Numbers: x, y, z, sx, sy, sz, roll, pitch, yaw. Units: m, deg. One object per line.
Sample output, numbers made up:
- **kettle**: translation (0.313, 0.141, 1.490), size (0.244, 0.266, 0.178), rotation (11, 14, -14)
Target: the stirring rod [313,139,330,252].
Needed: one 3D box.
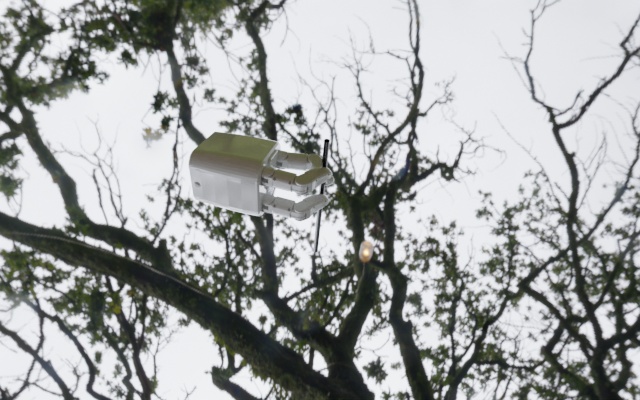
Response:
- **stirring rod**: translation (0.000, 0.002, 0.733), size (0.011, 0.011, 0.240), rotation (0, -44, -6)
